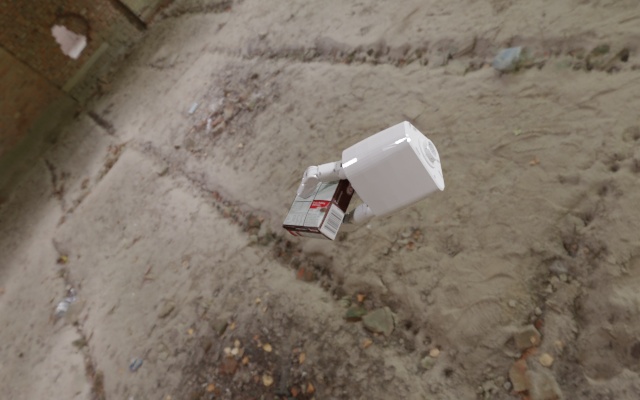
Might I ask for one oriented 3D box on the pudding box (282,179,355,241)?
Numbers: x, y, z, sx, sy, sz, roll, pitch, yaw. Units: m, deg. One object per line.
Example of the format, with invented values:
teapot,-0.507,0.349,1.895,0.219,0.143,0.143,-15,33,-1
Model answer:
pudding box,0.000,0.002,0.740,0.090,0.113,0.039,1,-31,48
